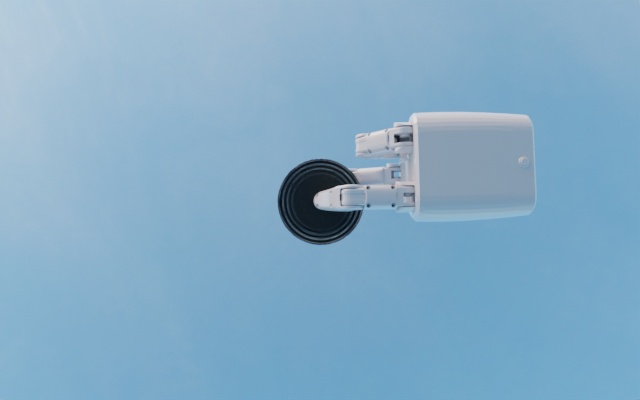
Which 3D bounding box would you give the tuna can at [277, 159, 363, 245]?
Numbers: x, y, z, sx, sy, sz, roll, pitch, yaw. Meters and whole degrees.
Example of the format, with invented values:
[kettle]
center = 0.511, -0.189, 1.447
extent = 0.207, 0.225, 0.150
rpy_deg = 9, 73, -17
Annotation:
[tuna can]
center = 0.000, 0.002, 0.488
extent = 0.086, 0.086, 0.034
rpy_deg = 0, -1, -1
